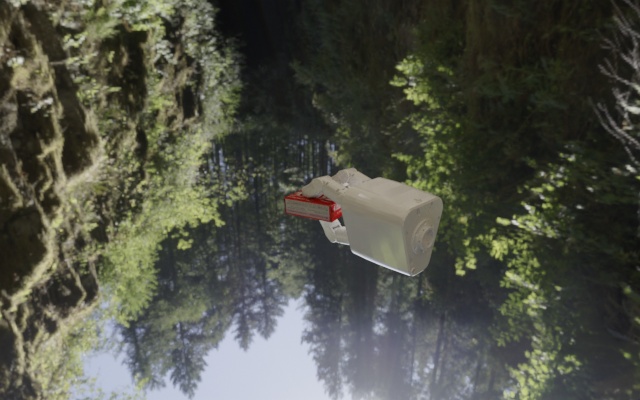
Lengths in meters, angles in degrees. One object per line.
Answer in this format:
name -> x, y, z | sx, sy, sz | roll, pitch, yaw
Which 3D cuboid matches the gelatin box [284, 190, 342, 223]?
gelatin box -> 0.000, 0.003, 0.747 | 0.089, 0.030, 0.073 | 9, 23, 33
